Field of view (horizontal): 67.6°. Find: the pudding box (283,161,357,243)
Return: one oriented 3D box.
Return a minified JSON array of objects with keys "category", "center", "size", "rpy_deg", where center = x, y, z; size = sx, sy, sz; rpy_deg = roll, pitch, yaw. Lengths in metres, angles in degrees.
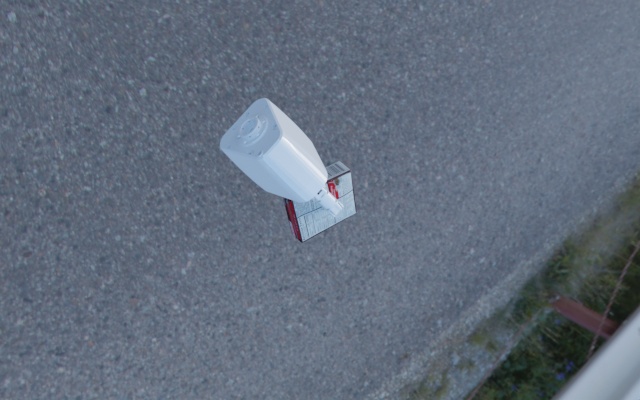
[{"category":"pudding box","center":[0.000,0.002,0.752],"size":[0.113,0.090,0.039],"rpy_deg":[-26,41,-20]}]
